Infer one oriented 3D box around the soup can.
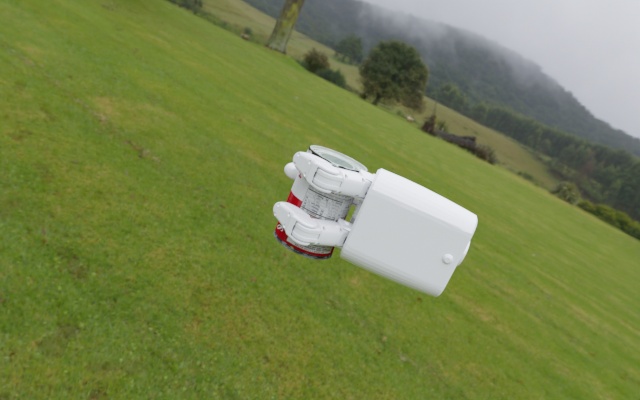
[{"bbox_3d":[0.000,0.001,0.502,0.068,0.102,0.068,21,16,-6],"label":"soup can"}]
